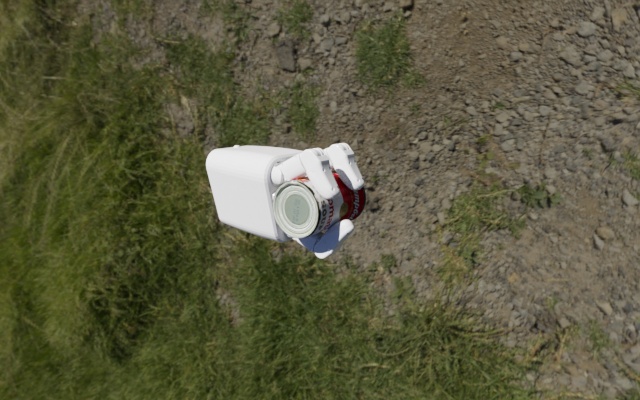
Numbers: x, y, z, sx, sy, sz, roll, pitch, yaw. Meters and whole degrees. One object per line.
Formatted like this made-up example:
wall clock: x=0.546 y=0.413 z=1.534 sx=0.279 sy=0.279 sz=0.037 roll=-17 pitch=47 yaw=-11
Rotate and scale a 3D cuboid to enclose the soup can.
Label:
soup can: x=0.000 y=0.002 z=0.570 sx=0.068 sy=0.068 sz=0.102 roll=0 pitch=10 yaw=36
